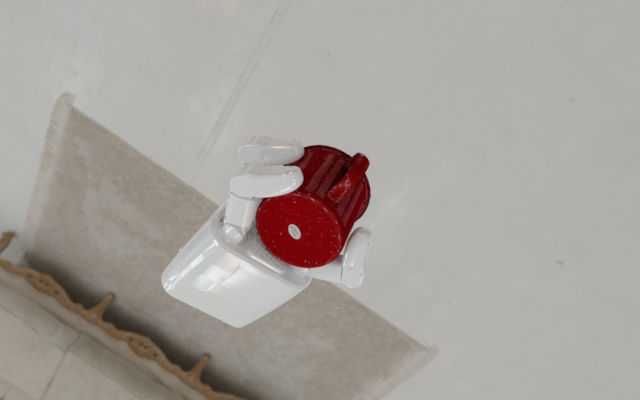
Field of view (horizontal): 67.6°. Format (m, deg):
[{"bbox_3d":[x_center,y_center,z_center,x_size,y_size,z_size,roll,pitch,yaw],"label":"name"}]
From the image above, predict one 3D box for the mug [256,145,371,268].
[{"bbox_3d":[0.001,0.001,0.429,0.117,0.093,0.081,-38,12,34],"label":"mug"}]
